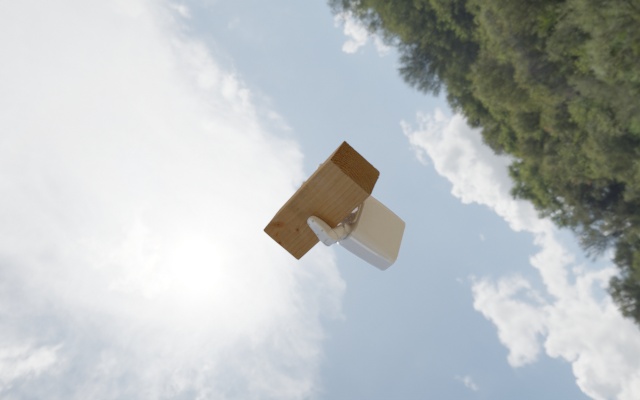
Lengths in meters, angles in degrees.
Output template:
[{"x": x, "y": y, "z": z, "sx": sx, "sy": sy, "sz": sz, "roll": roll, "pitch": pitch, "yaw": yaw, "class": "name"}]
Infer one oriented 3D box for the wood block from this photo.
[{"x": 0.000, "y": 0.003, "z": 0.861, "sx": 0.206, "sy": 0.090, "sz": 0.090, "roll": -45, "pitch": 7, "yaw": 33, "class": "wood block"}]
